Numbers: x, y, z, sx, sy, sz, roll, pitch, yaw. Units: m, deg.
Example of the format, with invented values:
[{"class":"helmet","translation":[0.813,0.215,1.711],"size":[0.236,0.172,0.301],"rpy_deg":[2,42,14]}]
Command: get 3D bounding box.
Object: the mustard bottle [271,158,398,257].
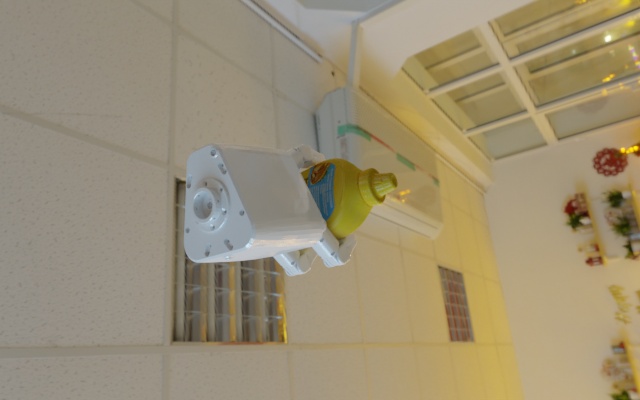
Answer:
[{"class":"mustard bottle","translation":[0.000,0.002,0.557],"size":[0.191,0.096,0.058],"rpy_deg":[-17,-34,32]}]
